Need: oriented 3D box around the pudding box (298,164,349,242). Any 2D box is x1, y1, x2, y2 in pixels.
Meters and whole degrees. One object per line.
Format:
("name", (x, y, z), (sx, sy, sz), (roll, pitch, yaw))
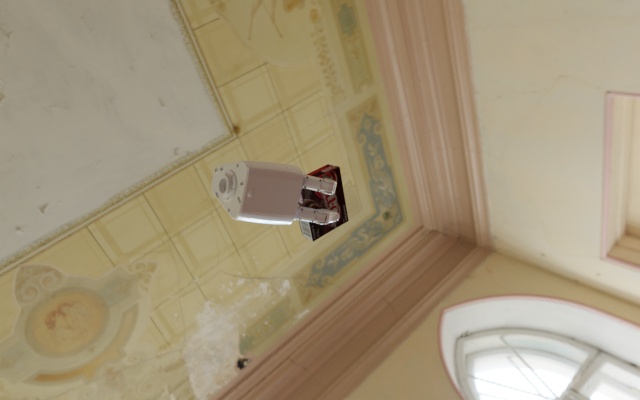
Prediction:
("pudding box", (0.000, 0.003, 0.851), (0.090, 0.113, 0.039), (-28, 32, -32))
